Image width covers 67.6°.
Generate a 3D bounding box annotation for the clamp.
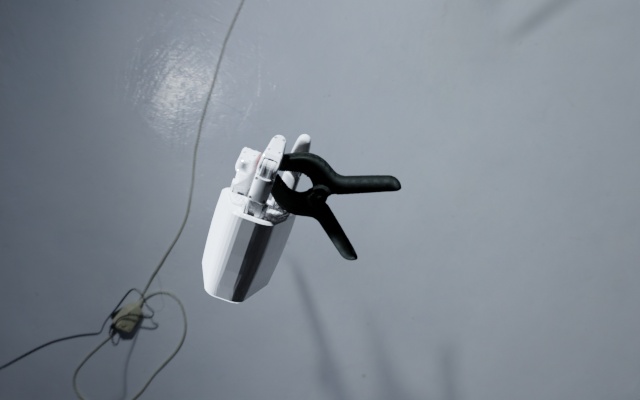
[{"bbox_3d":[0.000,0.002,0.584,0.171,0.120,0.039,19,11,-4],"label":"clamp"}]
